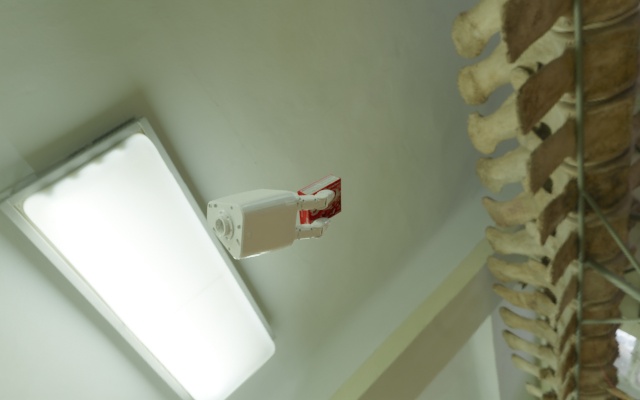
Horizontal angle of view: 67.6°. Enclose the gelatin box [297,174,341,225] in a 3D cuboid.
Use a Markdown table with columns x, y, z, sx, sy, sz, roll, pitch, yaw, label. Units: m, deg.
| x | y | z | sx | sy | sz | roll | pitch | yaw | label |
| --- | --- | --- | --- | --- | --- | --- | --- | --- | --- |
| 0.000 | 0.003 | 0.873 | 0.030 | 0.073 | 0.089 | 25 | 41 | 37 | gelatin box |
